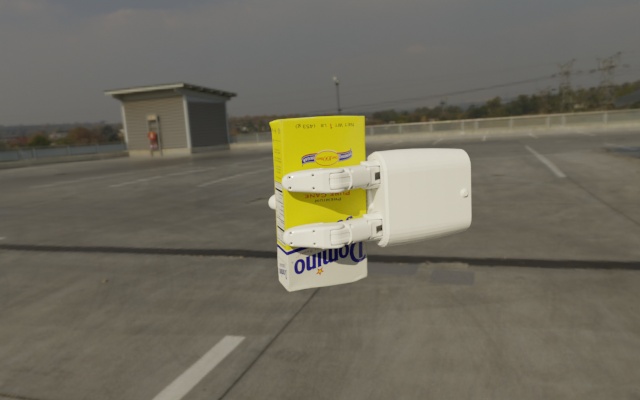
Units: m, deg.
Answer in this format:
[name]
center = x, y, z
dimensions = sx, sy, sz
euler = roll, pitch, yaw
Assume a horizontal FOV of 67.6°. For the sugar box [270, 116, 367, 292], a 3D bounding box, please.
[sugar box]
center = 0.000, 0.002, 0.502
dimensions = 0.093, 0.176, 0.048
euler = -6, 9, -19
